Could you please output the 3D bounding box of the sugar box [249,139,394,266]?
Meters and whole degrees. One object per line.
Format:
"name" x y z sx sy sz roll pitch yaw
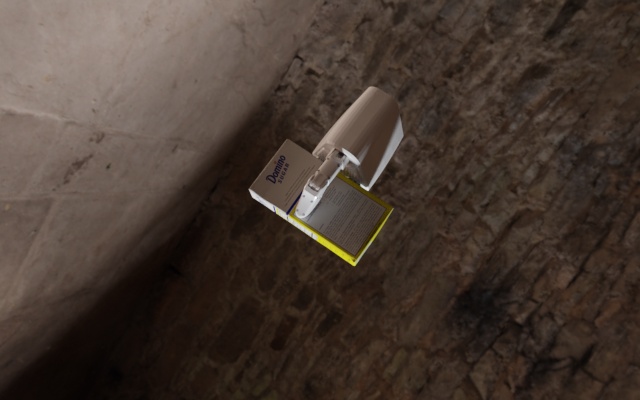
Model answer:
"sugar box" 0.000 0.002 0.658 0.176 0.093 0.048 34 -13 10
